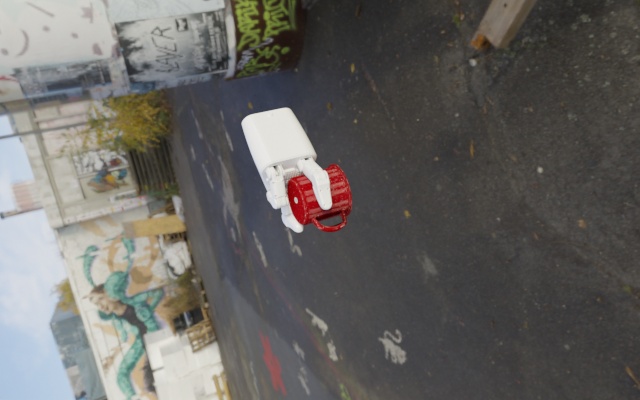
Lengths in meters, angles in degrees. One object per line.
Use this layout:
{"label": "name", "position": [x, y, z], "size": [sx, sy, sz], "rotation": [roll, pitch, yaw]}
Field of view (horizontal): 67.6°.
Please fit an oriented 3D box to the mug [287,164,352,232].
{"label": "mug", "position": [0.000, 0.004, 0.789], "size": [0.081, 0.117, 0.093], "rotation": [-16, -28, -21]}
